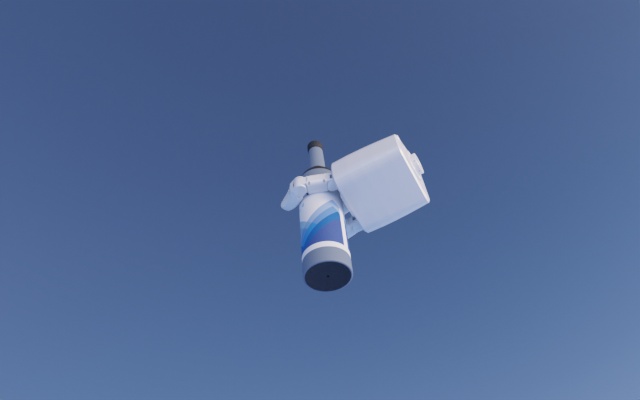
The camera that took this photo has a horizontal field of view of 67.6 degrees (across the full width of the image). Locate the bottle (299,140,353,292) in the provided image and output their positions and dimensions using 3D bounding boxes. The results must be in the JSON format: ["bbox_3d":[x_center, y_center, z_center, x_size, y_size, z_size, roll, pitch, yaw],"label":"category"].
[{"bbox_3d":[0.000,0.003,0.736,0.069,0.069,0.295,0,42,-5],"label":"bottle"}]
